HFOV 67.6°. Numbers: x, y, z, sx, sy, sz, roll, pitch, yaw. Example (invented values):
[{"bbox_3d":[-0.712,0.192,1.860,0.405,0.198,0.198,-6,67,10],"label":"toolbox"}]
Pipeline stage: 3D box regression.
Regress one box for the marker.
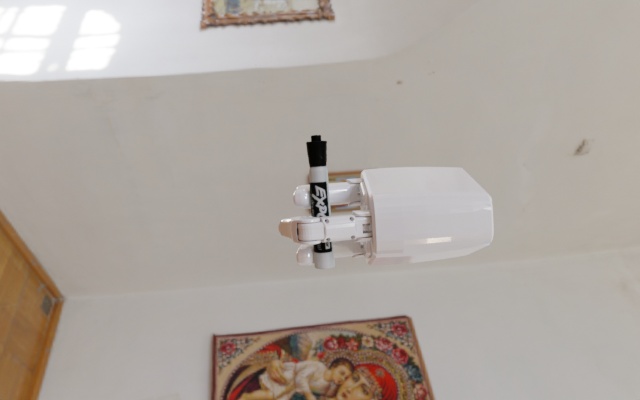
[{"bbox_3d":[0.000,0.001,0.435,0.020,0.121,0.020,-4,5,0],"label":"marker"}]
